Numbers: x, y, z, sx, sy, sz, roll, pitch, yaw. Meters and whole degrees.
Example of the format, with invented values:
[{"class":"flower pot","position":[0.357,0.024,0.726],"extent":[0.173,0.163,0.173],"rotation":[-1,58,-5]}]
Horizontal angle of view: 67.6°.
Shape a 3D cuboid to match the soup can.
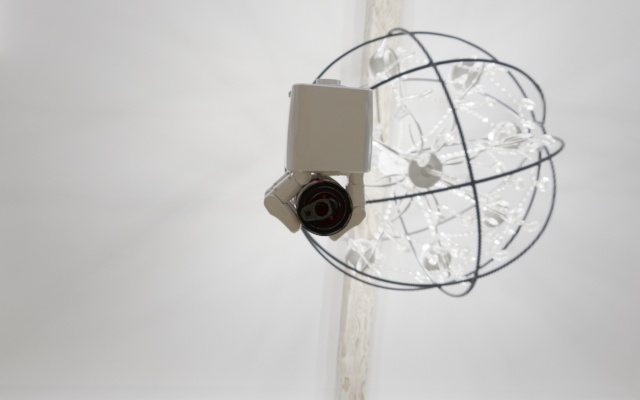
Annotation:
[{"class":"soup can","position":[0.000,0.002,0.616],"extent":[0.068,0.068,0.102],"rotation":[0,9,-6]}]
